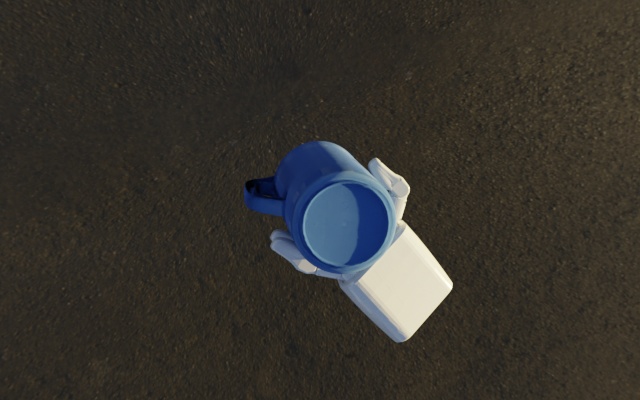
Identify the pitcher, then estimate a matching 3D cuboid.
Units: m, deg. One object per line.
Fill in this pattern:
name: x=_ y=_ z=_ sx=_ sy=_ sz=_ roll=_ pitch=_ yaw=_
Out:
pitcher: x=0.000 y=0.002 z=0.586 sx=0.149 sy=0.145 sz=0.242 roll=-41 pitch=12 yaw=2
